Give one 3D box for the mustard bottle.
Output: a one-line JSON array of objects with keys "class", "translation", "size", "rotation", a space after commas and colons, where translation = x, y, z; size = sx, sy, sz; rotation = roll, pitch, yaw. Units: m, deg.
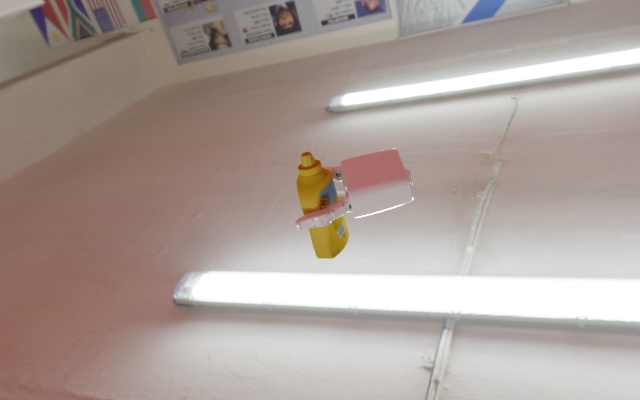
[{"class": "mustard bottle", "translation": [0.000, 0.003, 0.848], "size": [0.058, 0.192, 0.096], "rotation": [-1, 31, 26]}]
